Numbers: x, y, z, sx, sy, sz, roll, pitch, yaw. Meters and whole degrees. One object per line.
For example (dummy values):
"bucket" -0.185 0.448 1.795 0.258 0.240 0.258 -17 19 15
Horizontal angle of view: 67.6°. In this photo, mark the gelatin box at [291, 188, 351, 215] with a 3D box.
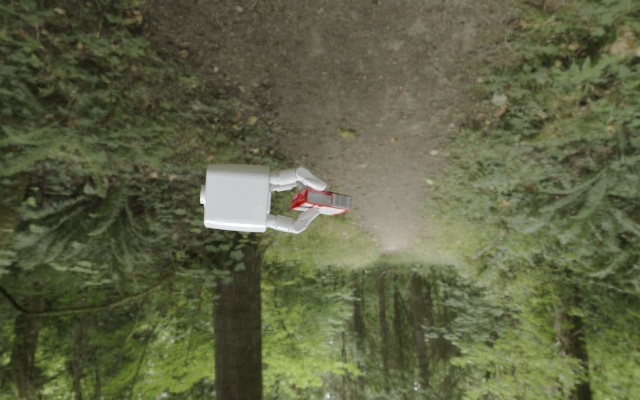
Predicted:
"gelatin box" 0.000 0.003 0.870 0.089 0.030 0.073 10 -13 -21
